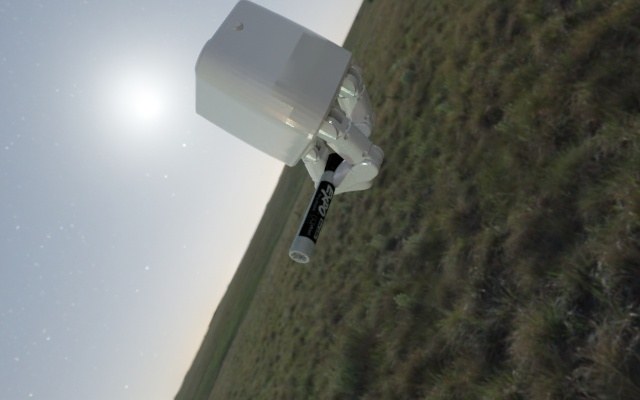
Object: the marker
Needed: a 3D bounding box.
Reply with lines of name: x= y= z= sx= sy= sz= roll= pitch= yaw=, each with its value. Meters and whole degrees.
marker: x=0.000 y=0.001 z=0.434 sx=0.020 sy=0.121 sz=0.020 roll=14 pitch=-35 yaw=10
